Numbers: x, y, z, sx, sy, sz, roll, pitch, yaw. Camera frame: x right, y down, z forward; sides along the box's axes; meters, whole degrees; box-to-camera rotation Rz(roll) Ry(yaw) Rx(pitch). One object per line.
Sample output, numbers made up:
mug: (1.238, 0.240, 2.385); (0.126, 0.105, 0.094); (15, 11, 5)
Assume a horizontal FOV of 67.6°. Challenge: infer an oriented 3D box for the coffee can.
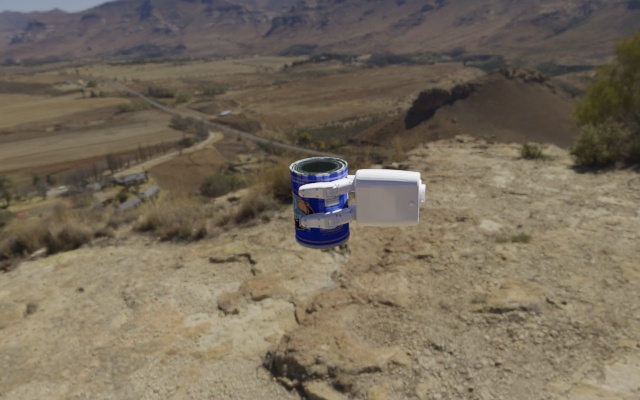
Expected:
coffee can: (0.000, 0.003, 0.867); (0.103, 0.140, 0.102); (-3, 22, 1)
